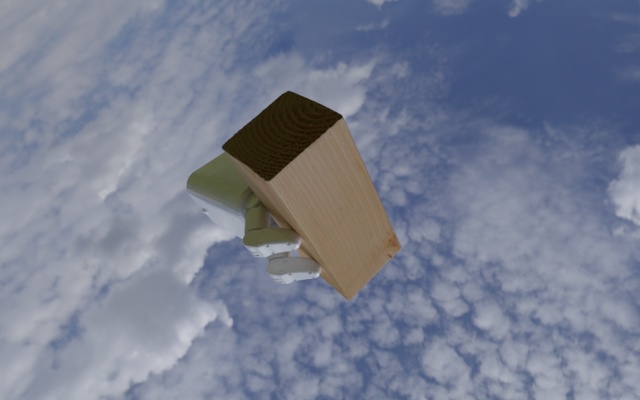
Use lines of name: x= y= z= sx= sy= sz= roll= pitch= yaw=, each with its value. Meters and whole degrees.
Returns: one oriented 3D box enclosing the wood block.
wood block: x=0.000 y=0.001 z=0.501 sx=0.090 sy=0.091 sz=0.206 roll=34 pitch=-18 yaw=43
